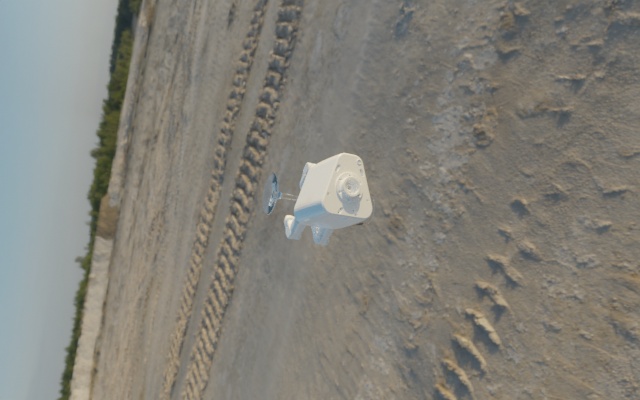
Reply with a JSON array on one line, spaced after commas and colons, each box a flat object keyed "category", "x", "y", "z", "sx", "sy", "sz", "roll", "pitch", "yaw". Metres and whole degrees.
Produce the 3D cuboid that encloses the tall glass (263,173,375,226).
[{"category": "tall glass", "x": -0.001, "y": 0.003, "z": 0.887, "sx": 0.201, "sy": 0.079, "sz": 0.079, "roll": 9, "pitch": -4, "yaw": -24}]
